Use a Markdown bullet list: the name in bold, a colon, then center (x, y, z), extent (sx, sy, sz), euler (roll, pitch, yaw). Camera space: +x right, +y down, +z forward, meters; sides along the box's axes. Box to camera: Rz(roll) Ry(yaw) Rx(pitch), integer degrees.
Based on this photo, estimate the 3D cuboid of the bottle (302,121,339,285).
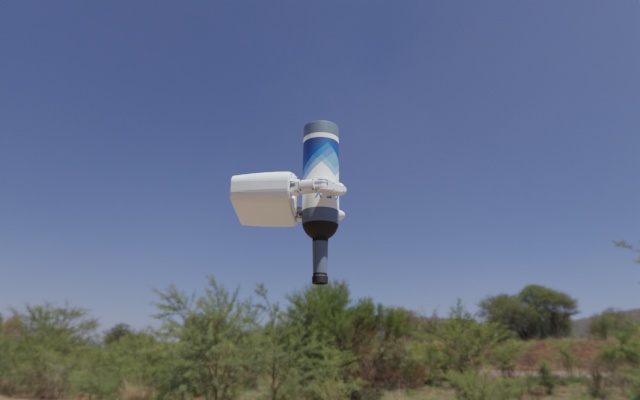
- **bottle**: center (0.000, 0.003, 0.863), extent (0.069, 0.295, 0.069), euler (0, -18, 0)
